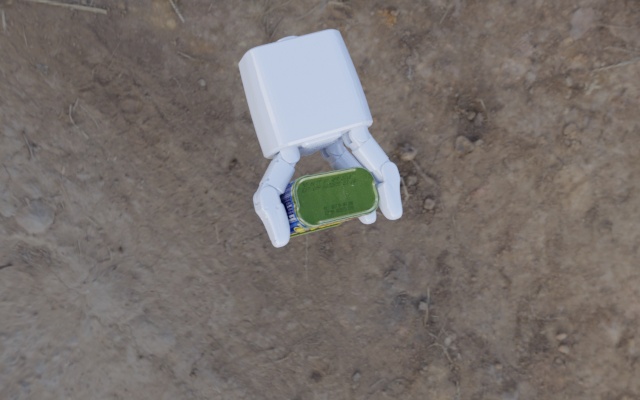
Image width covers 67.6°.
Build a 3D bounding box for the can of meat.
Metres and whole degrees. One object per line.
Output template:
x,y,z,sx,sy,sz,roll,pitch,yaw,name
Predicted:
0.000,0.002,0.510,0.102,0.057,0.084,-12,-5,-27,can of meat
